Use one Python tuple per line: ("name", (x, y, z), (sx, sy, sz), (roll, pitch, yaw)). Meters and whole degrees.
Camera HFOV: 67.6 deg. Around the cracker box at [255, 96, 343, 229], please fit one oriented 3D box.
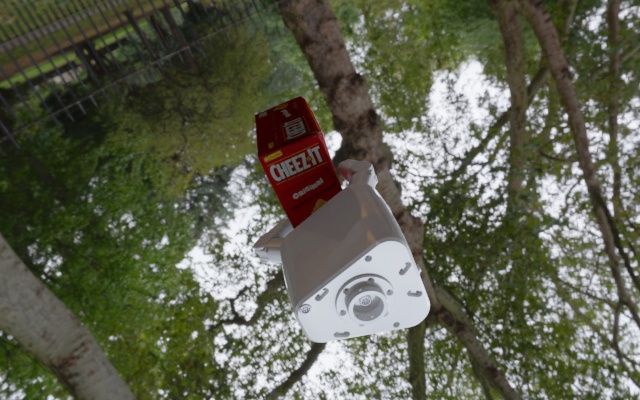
("cracker box", (0.000, 0.002, 0.555), (0.072, 0.214, 0.164), (-23, 25, 1))
